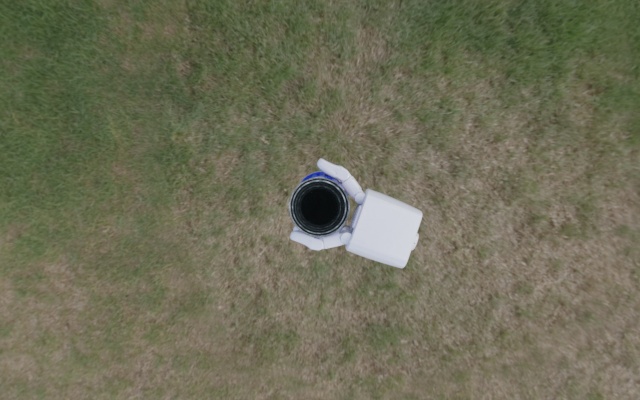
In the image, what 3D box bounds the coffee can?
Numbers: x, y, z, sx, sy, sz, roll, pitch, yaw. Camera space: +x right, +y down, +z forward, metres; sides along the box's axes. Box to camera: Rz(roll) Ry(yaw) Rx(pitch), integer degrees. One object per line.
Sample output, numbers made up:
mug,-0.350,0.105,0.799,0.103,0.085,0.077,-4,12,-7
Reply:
coffee can,0.000,0.003,0.860,0.103,0.103,0.140,0,7,2
